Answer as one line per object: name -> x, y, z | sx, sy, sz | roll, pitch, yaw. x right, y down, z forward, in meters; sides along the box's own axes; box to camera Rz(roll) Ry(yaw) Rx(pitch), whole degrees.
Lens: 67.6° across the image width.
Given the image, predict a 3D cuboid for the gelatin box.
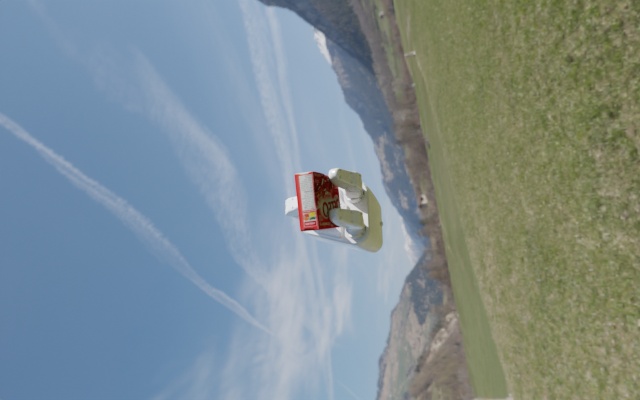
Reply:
gelatin box -> 0.000, 0.002, 0.629 | 0.030, 0.073, 0.089 | -7, -4, 23
